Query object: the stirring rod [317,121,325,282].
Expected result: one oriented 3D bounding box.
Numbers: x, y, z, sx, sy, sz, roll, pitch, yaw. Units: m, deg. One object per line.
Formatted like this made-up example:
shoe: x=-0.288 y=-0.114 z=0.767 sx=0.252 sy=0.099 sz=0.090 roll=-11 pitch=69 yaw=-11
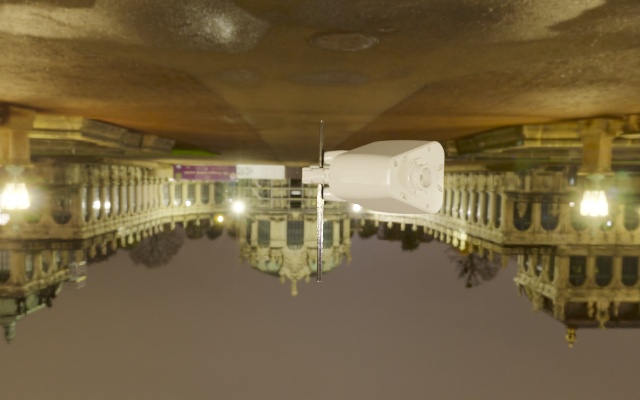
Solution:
stirring rod: x=0.000 y=0.002 z=0.717 sx=0.011 sy=0.239 sz=0.011 roll=1 pitch=3 yaw=0
